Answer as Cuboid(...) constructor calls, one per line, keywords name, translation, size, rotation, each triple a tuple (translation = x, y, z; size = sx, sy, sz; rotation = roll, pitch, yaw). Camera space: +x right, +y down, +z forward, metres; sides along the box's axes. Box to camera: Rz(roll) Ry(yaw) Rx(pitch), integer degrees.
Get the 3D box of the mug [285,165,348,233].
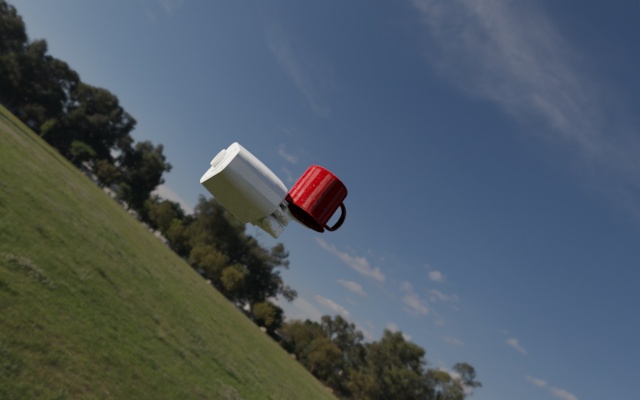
Cuboid(name="mug", translation=(0.001, 0.003, 0.813), size=(0.117, 0.081, 0.093), rotation=(44, -16, -22))
